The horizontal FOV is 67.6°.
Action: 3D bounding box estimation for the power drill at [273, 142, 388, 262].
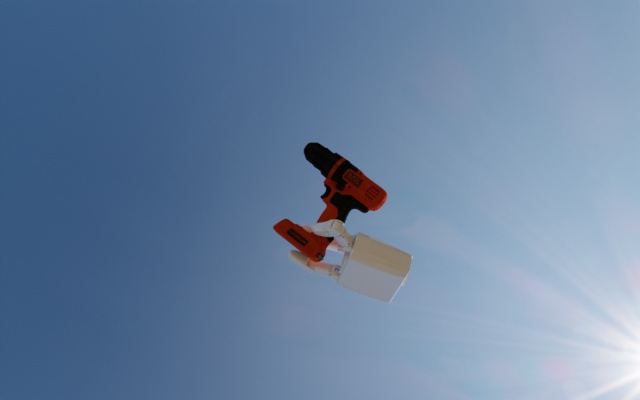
[{"bbox_3d":[0.000,0.003,0.874,0.184,0.187,0.057,37,-7,17],"label":"power drill"}]
